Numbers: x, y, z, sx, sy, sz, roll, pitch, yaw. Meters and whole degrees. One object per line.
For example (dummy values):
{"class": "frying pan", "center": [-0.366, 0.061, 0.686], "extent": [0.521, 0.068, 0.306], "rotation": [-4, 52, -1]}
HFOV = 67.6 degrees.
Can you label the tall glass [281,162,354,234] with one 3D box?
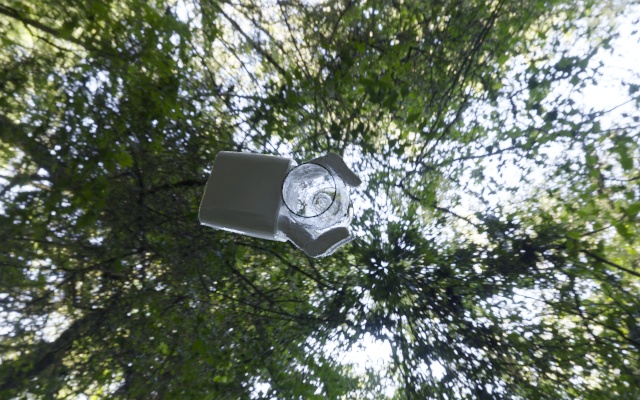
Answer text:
{"class": "tall glass", "center": [0.000, 0.002, 0.617], "extent": [0.079, 0.079, 0.201], "rotation": [0, -8, 7]}
